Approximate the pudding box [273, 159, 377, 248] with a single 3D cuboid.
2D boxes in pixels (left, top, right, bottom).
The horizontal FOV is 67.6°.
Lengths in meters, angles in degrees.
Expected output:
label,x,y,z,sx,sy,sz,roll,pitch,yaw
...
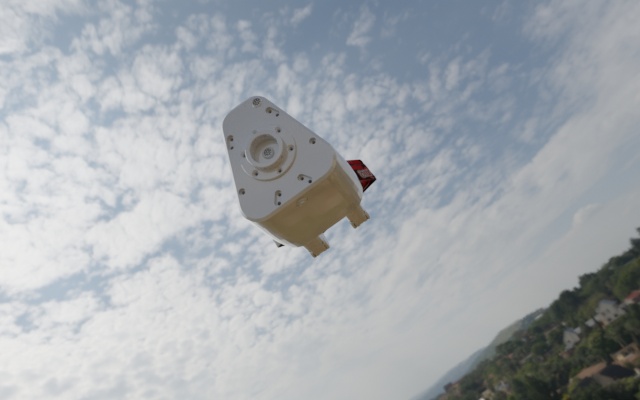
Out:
label,x,y,z,sx,sy,sz,roll,pitch,yaw
pudding box,0.000,0.002,0.554,0.113,0.039,0.090,-45,-20,30
